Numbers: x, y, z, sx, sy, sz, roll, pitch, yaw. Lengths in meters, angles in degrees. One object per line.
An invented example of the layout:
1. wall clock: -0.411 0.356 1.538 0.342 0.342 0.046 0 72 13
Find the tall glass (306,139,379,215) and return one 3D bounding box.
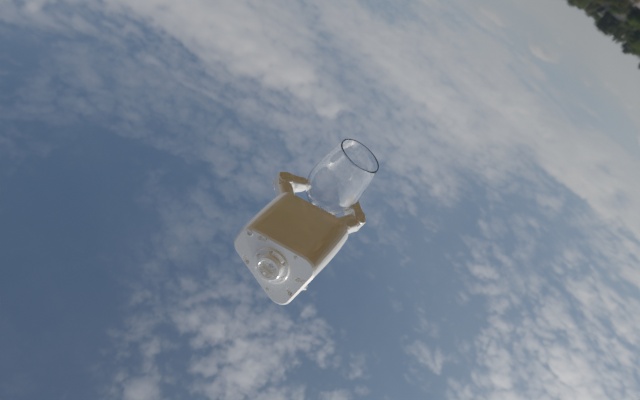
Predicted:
1. tall glass: 0.000 0.003 0.693 0.079 0.079 0.201 0 -39 -44
